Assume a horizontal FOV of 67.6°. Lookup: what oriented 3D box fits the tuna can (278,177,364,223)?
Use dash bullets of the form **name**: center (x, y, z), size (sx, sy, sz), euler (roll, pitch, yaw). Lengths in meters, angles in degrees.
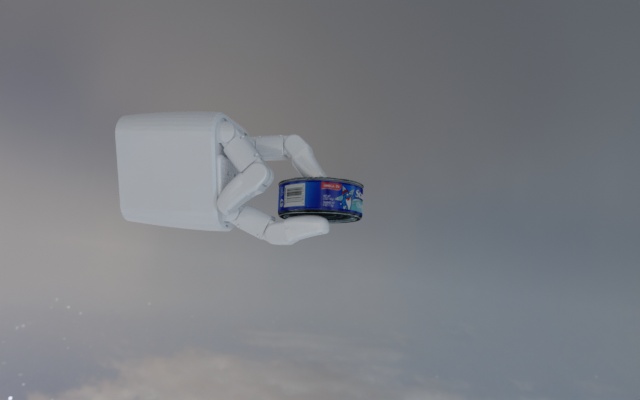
- **tuna can**: center (0.000, 0.002, 0.477), size (0.086, 0.033, 0.086), euler (2, -10, 0)
